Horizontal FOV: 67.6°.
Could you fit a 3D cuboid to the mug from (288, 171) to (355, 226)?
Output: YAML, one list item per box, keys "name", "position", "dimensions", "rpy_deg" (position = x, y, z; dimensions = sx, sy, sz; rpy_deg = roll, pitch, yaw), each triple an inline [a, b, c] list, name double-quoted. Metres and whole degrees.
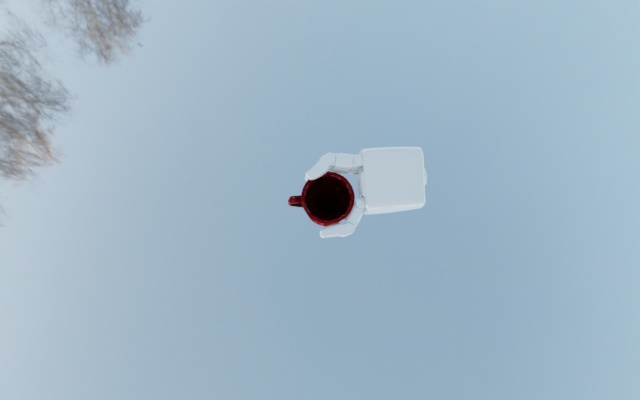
- name: "mug"
  position: [-0.001, 0.003, 0.863]
  dimensions: [0.117, 0.093, 0.081]
  rpy_deg: [-3, -11, -2]
